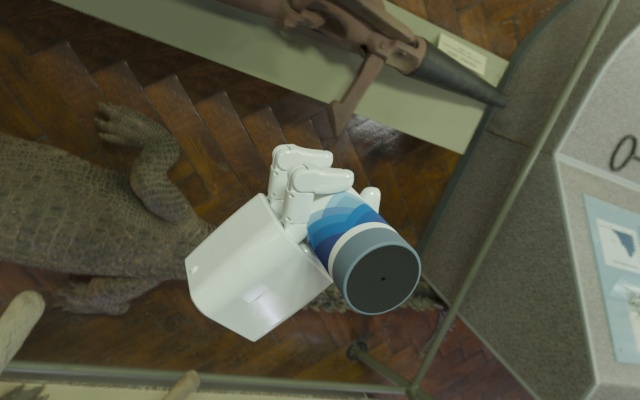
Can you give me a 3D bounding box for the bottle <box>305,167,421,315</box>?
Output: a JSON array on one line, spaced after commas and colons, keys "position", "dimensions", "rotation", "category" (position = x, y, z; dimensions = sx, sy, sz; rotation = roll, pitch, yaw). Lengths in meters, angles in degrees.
[{"position": [0.000, 0.002, 0.492], "dimensions": [0.069, 0.069, 0.295], "rotation": [0, 24, -21], "category": "bottle"}]
